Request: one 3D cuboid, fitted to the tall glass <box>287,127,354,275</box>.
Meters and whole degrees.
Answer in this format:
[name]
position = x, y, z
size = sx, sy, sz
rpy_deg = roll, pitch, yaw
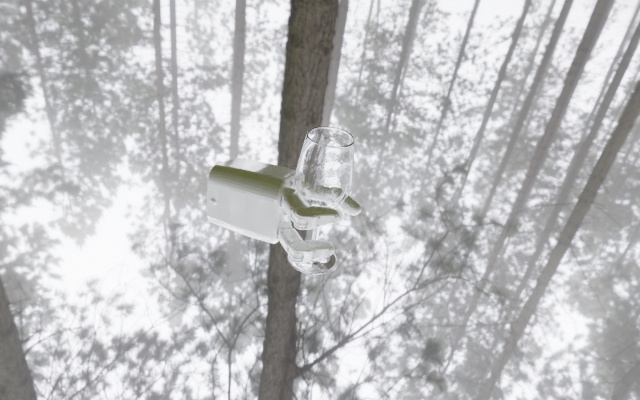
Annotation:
[tall glass]
position = 0.000, 0.003, 0.659
size = 0.079, 0.201, 0.079
rpy_deg = 7, 32, -4
